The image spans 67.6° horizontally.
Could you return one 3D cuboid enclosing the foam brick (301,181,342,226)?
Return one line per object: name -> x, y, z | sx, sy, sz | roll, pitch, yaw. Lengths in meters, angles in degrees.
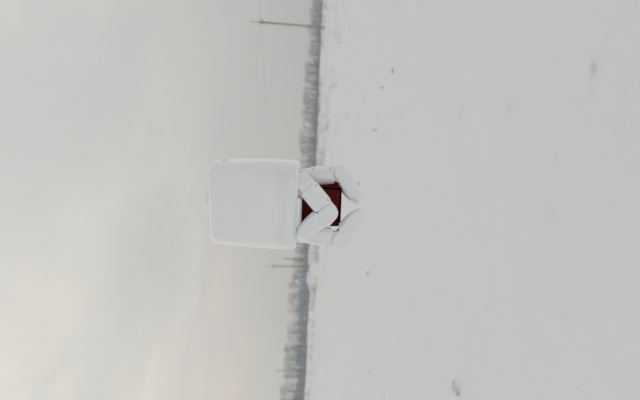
foam brick -> 0.000, 0.002, 0.647 | 0.051, 0.053, 0.078 | 2, 7, -2
